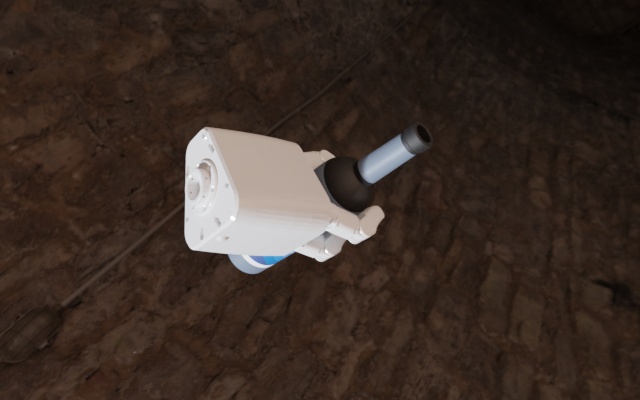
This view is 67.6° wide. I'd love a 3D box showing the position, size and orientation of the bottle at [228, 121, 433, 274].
[{"bbox_3d":[0.000,0.002,0.529,0.069,0.069,0.296,0,-25,-45],"label":"bottle"}]
